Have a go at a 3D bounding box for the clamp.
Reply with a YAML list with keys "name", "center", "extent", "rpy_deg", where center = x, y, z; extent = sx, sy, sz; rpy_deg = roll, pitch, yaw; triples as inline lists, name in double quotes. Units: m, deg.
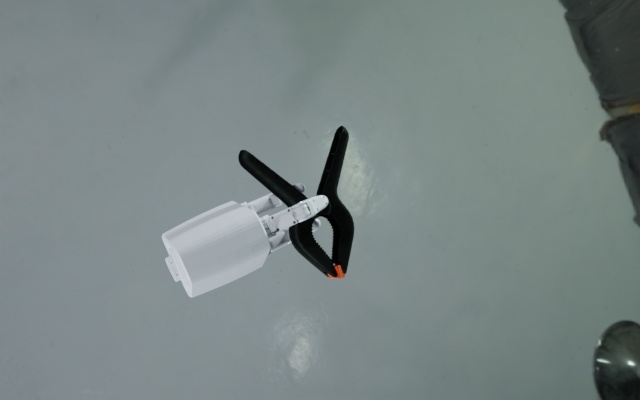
- name: "clamp"
  center: [0.000, 0.003, 0.656]
  extent: [0.164, 0.210, 0.036]
  rpy_deg: [-25, 2, -23]
